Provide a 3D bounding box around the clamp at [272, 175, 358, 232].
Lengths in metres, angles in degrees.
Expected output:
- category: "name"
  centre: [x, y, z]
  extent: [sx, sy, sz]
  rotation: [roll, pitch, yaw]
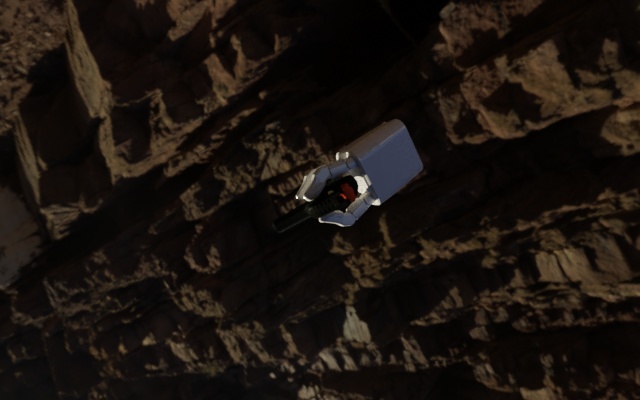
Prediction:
- category: "clamp"
  centre: [0.001, 0.003, 0.797]
  extent: [0.164, 0.036, 0.210]
  rotation: [-39, 9, -12]
